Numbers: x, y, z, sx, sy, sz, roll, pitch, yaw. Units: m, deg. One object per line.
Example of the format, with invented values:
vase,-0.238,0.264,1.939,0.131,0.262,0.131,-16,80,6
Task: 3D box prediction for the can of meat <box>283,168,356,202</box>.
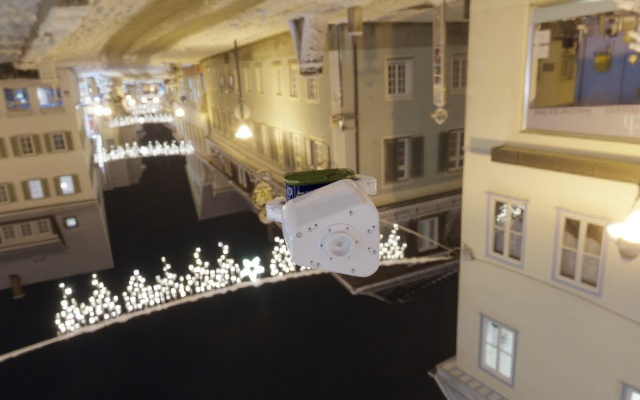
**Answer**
can of meat,0.000,0.003,0.689,0.102,0.084,0.057,-6,16,-10
